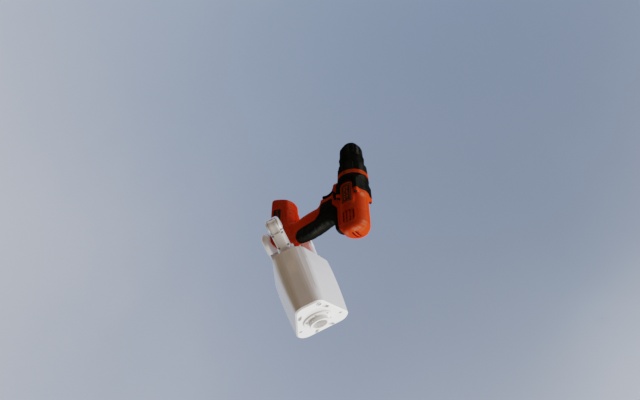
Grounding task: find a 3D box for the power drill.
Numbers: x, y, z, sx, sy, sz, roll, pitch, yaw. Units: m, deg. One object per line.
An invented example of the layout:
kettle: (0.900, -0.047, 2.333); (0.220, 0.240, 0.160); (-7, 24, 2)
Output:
power drill: (0.000, 0.003, 0.817); (0.188, 0.184, 0.057); (-26, -45, 30)
